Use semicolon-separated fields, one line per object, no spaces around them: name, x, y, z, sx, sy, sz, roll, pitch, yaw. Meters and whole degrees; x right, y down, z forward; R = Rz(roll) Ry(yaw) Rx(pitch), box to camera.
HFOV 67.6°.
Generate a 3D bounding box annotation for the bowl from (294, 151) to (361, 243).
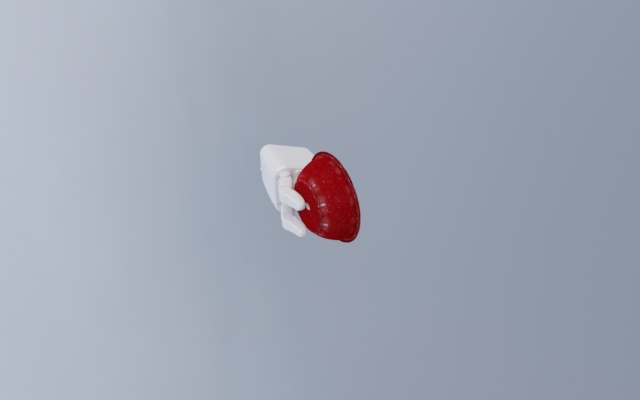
bowl;0.000;0.003;0.795;0.055;0.162;0.162;-19;8;-25
